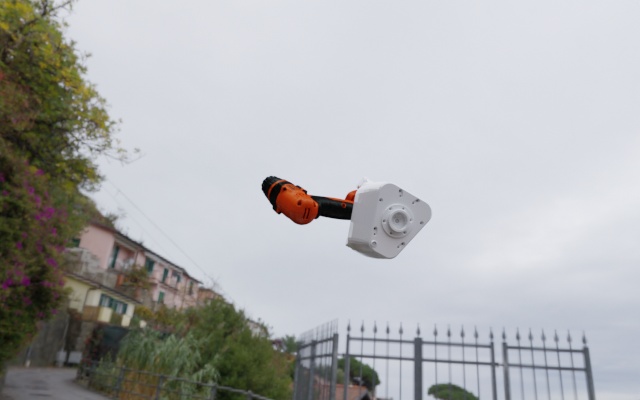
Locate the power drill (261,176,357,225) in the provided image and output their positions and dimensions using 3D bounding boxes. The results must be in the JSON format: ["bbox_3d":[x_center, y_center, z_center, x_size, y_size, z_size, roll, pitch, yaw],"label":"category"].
[{"bbox_3d":[0.001,0.003,0.842,0.187,0.057,0.184,5,16,-26],"label":"power drill"}]
